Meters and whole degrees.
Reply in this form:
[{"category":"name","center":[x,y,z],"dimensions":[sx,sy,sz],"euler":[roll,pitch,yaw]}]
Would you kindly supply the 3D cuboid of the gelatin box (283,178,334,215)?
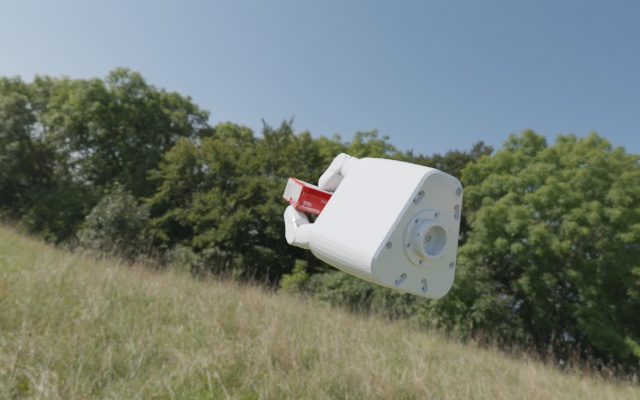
[{"category":"gelatin box","center":[0.000,0.001,0.563],"dimensions":[0.073,0.030,0.089],"euler":[19,3,-16]}]
